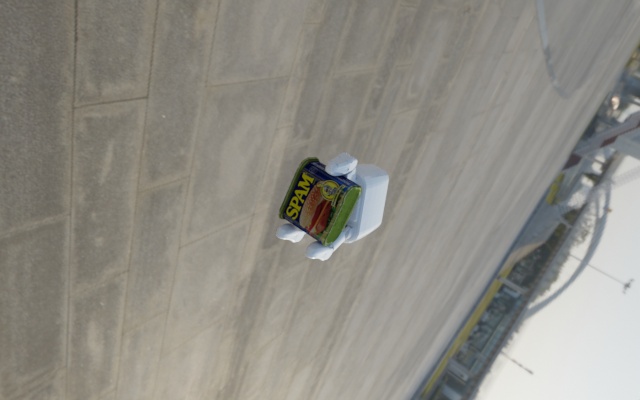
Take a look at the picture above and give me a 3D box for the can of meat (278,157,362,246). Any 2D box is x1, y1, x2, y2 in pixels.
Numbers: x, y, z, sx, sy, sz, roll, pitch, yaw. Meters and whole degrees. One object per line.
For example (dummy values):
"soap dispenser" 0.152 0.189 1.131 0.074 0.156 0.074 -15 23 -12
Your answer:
"can of meat" 0.000 0.002 0.681 0.084 0.102 0.057 32 19 21
